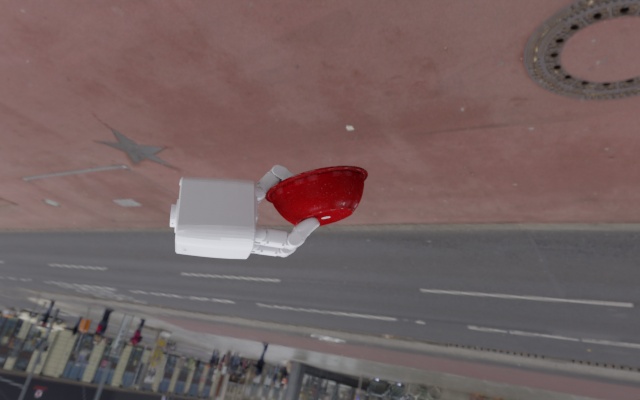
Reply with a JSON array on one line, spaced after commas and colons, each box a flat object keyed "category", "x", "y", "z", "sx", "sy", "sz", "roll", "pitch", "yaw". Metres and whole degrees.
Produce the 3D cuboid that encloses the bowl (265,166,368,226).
[{"category": "bowl", "x": 0.002, "y": 0.003, "z": 0.729, "sx": 0.162, "sy": 0.055, "sz": 0.162, "roll": -13, "pitch": -15, "yaw": -3}]
